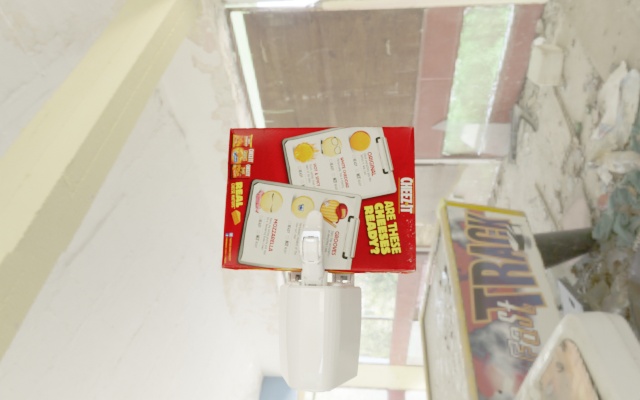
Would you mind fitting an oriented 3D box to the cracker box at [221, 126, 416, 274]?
[{"bbox_3d":[0.000,0.002,0.558,0.214,0.164,0.072,0,-10,6],"label":"cracker box"}]
